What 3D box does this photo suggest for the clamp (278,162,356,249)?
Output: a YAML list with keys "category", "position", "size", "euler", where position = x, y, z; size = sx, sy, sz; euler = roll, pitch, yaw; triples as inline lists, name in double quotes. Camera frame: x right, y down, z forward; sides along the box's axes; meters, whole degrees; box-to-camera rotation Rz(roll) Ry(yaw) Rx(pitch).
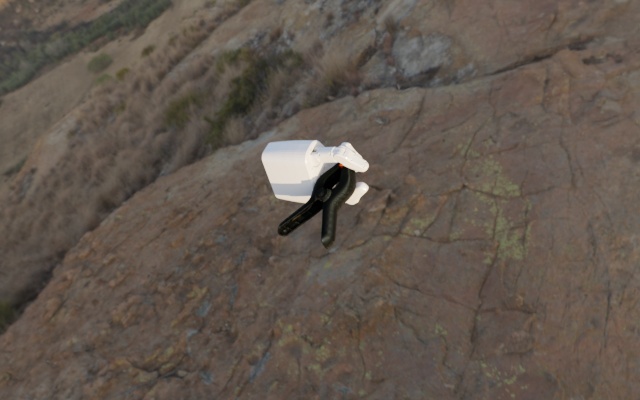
- category: "clamp"
  position: [0.000, 0.002, 0.799]
  size: [0.120, 0.171, 0.039]
  euler: [5, -36, 34]
